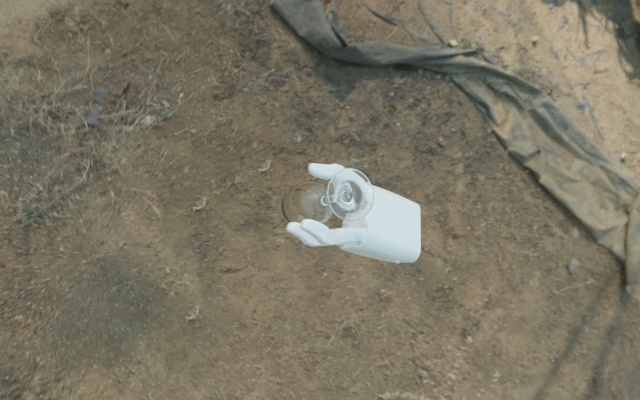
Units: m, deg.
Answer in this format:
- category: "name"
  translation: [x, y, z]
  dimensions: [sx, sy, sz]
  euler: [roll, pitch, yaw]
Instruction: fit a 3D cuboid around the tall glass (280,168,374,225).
- category: "tall glass"
  translation: [0.000, 0.002, 0.747]
  dimensions: [0.079, 0.079, 0.201]
  euler: [0, -6, -26]
